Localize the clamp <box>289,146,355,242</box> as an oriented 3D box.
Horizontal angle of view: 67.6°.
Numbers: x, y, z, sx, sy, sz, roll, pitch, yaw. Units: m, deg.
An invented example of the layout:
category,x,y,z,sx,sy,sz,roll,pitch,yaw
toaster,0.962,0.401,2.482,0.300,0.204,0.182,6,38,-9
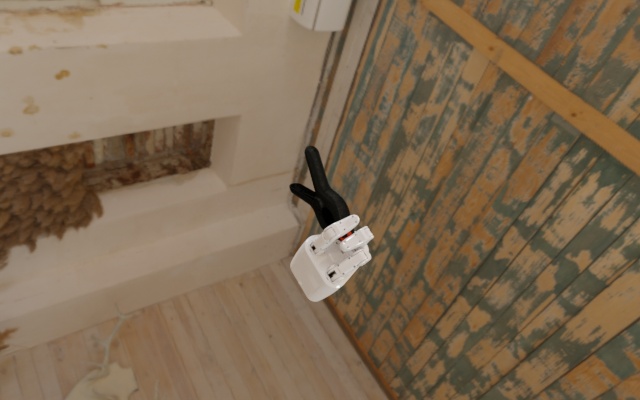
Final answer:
category,x,y,z,sx,sy,sz,roll,pitch,yaw
clamp,0.001,0.003,0.835,0.039,0.171,0.120,-19,-18,-26
